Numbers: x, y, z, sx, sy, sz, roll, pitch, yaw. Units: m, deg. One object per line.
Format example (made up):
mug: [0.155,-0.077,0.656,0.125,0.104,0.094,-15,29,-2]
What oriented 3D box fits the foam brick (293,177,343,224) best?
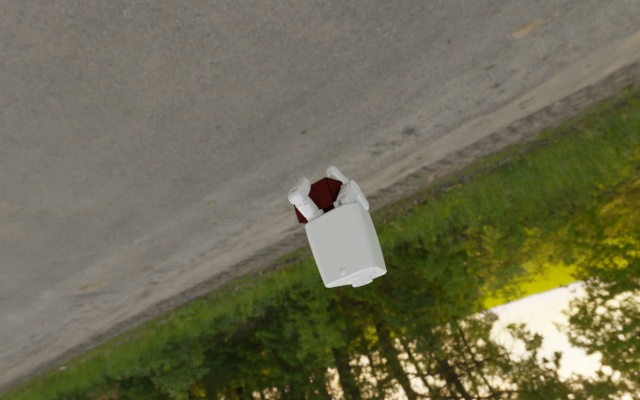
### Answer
foam brick: [0.000,0.003,0.799,0.078,0.051,0.053,-28,-21,29]
